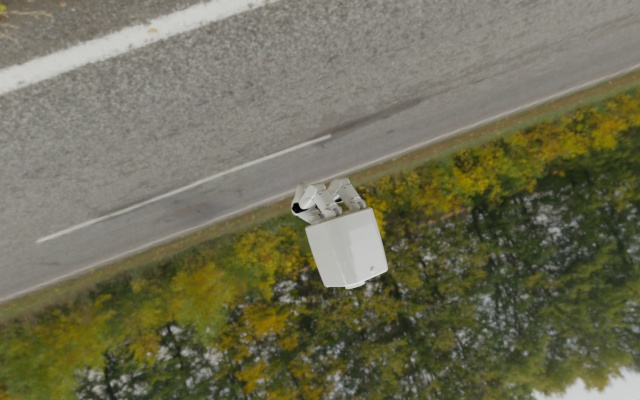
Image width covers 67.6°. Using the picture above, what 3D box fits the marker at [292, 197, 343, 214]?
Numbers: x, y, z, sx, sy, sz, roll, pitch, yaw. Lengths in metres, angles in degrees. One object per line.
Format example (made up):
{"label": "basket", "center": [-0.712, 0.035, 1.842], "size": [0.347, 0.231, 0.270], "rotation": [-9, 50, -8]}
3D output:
{"label": "marker", "center": [0.000, 0.003, 0.822], "size": [0.121, 0.020, 0.020], "rotation": [-14, 9, -40]}
